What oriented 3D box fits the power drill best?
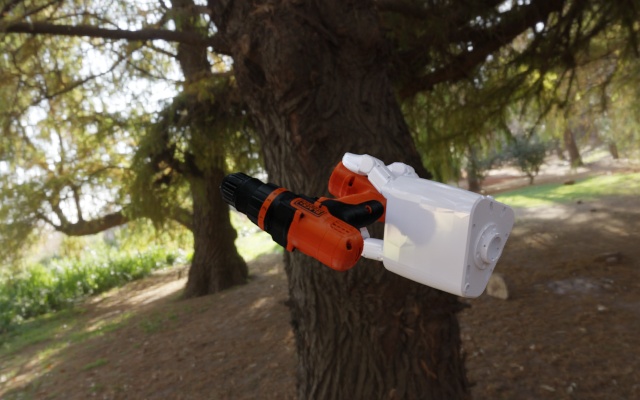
[{"bbox_3d":[0.001,0.002,0.570,0.184,0.057,0.187,29,30,25],"label":"power drill"}]
